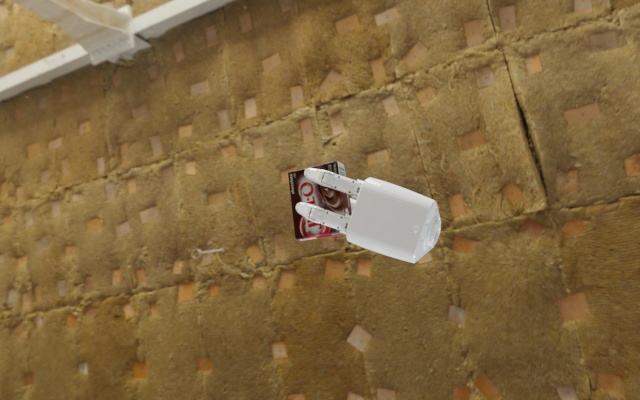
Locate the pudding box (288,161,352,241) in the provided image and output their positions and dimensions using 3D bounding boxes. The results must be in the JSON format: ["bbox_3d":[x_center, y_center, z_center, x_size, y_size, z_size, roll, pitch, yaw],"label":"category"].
[{"bbox_3d":[0.000,0.002,0.752,0.090,0.113,0.039,-12,-12,25],"label":"pudding box"}]
